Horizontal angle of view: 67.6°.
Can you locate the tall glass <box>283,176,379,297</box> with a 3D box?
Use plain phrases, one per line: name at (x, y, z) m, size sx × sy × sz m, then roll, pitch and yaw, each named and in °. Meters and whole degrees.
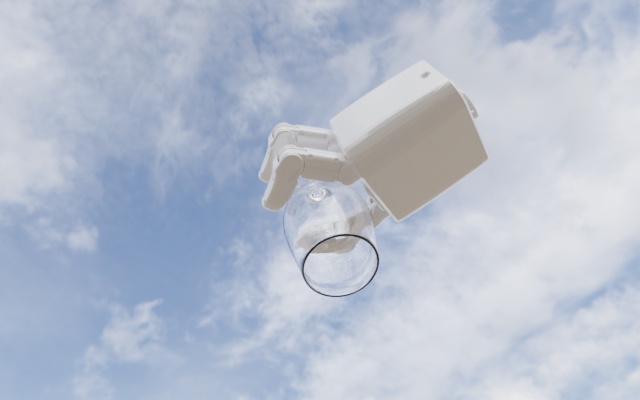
tall glass at (0.000, 0.001, 0.453) m, size 0.079 × 0.079 × 0.201 m, roll 0°, pitch 31°, yaw -11°
